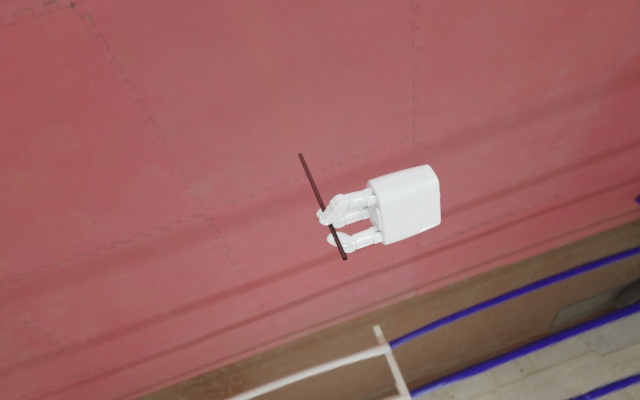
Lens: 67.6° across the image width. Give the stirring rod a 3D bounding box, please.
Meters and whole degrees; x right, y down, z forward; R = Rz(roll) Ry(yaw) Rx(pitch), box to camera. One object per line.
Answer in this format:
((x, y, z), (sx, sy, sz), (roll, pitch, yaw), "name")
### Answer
((0.000, 0.003, 0.807), (0.011, 0.239, 0.011), (-14, -39, -12), "stirring rod")
